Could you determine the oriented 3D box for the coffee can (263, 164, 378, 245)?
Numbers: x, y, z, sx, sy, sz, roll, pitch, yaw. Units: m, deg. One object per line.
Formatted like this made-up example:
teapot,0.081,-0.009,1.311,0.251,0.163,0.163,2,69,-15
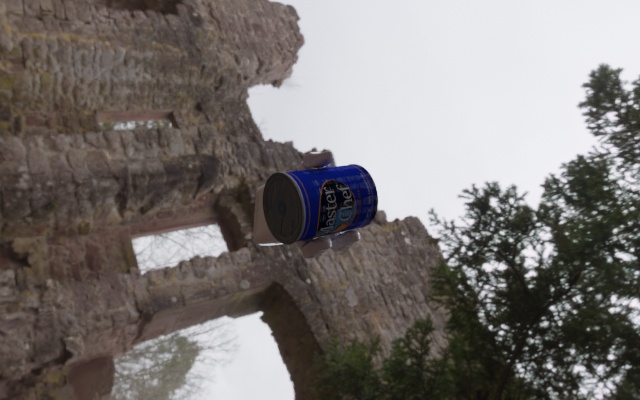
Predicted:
coffee can,0.000,0.002,0.710,0.140,0.103,0.103,-9,6,-36
